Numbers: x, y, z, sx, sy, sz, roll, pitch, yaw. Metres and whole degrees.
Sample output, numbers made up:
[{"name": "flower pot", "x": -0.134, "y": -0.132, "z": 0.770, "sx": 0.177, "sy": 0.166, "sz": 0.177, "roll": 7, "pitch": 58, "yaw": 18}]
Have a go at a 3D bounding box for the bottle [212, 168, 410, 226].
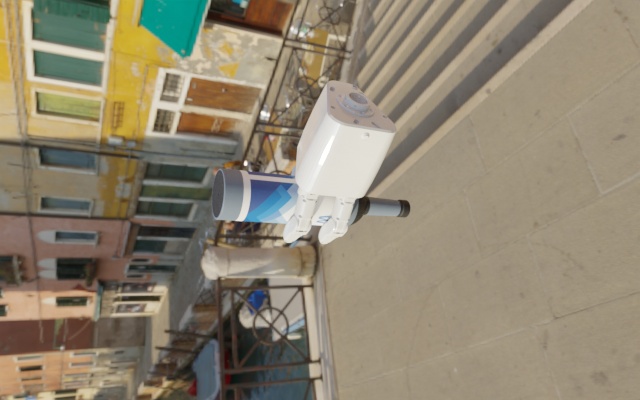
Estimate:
[{"name": "bottle", "x": 0.000, "y": 0.002, "z": 0.678, "sx": 0.296, "sy": 0.069, "sz": 0.069, "roll": 5, "pitch": -2, "yaw": -26}]
